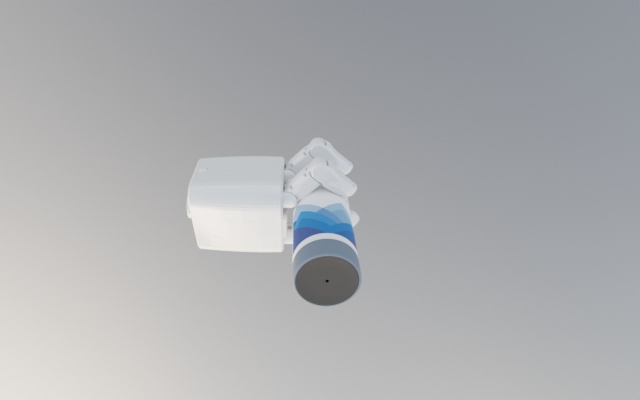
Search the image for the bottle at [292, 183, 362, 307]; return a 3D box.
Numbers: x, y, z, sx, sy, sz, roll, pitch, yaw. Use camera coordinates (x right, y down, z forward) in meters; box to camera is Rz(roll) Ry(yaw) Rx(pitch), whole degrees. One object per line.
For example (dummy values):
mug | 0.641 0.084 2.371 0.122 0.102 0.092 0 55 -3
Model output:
bottle | 0.000 0.002 0.581 0.069 0.069 0.295 0 31 -3
